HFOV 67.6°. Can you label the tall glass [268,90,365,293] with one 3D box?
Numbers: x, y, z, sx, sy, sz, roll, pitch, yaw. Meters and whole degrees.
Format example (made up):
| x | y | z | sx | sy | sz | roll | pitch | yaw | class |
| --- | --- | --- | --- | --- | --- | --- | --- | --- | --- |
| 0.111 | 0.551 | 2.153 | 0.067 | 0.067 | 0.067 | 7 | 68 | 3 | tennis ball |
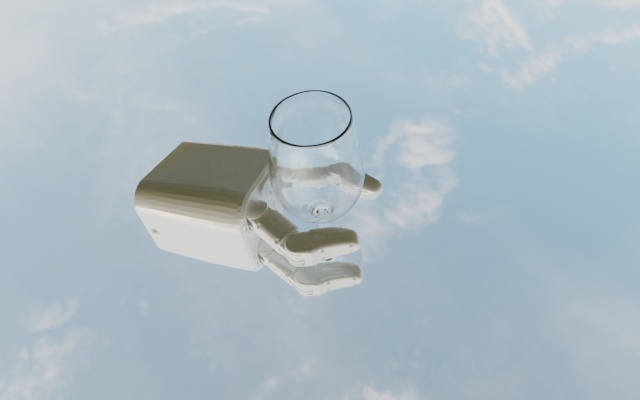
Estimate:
| x | y | z | sx | sy | sz | roll | pitch | yaw | class |
| --- | --- | --- | --- | --- | --- | --- | --- | --- | --- |
| 0.000 | 0.002 | 0.423 | 0.079 | 0.079 | 0.201 | 0 | -38 | 5 | tall glass |
